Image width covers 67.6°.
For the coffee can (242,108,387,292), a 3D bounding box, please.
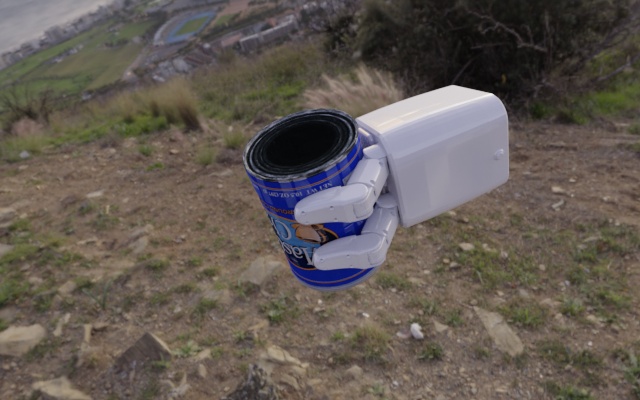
[{"bbox_3d":[0.000,0.002,0.446,0.103,0.140,0.102,-12,39,10],"label":"coffee can"}]
